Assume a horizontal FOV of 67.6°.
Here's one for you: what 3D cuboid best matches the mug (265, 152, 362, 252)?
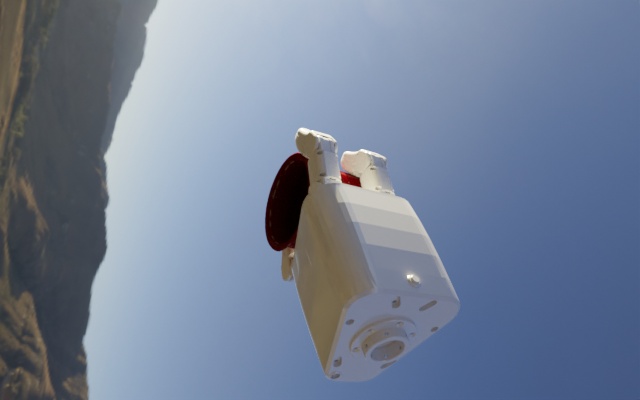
[{"bbox_3d":[0.000,0.001,0.468,0.081,0.093,0.117,14,36,-27],"label":"mug"}]
